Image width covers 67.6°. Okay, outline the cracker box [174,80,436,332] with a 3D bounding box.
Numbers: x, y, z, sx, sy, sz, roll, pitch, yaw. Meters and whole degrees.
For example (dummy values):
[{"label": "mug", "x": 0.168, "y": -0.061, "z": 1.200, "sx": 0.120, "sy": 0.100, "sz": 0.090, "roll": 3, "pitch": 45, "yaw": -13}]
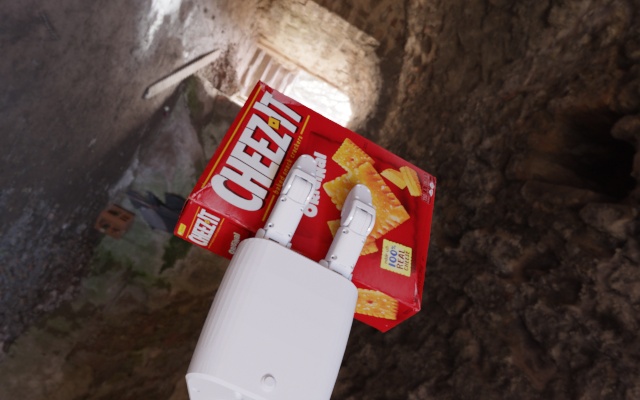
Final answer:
[{"label": "cracker box", "x": 0.000, "y": 0.002, "z": 0.453, "sx": 0.214, "sy": 0.164, "sz": 0.072, "roll": 28, "pitch": -40, "yaw": -10}]
